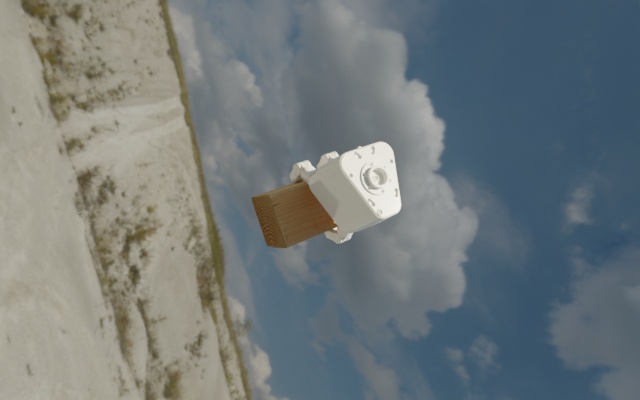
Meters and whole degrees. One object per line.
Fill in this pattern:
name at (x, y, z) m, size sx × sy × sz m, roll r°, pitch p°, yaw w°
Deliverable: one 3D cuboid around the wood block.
wood block at (0.001, 0.003, 0.821) m, size 0.206 × 0.091 × 0.090 m, roll -20°, pitch 6°, yaw -27°
